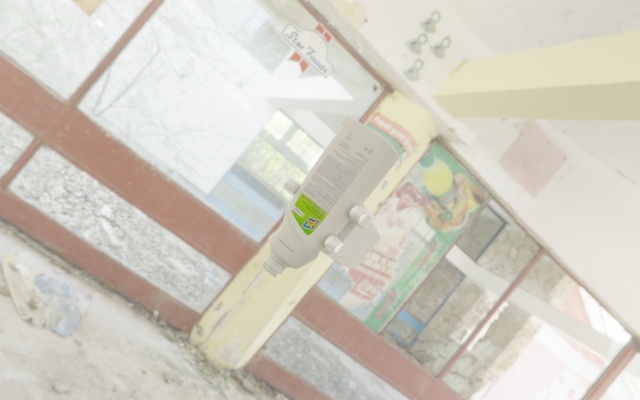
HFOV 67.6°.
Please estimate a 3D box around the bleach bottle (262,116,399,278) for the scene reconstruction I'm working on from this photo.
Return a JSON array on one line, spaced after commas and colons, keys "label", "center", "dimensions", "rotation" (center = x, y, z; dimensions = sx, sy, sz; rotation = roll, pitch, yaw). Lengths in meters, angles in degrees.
[{"label": "bleach bottle", "center": [0.000, 0.002, 0.701], "dimensions": [0.102, 0.251, 0.068], "rotation": [38, -2, 34]}]
